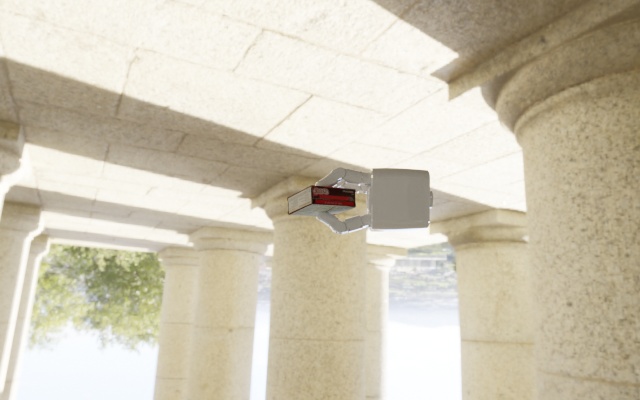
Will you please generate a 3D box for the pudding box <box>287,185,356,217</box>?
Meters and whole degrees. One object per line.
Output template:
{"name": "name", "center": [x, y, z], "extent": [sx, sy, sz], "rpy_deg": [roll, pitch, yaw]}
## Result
{"name": "pudding box", "center": [0.000, 0.003, 0.881], "extent": [0.090, 0.039, 0.113], "rpy_deg": [6, -16, -26]}
